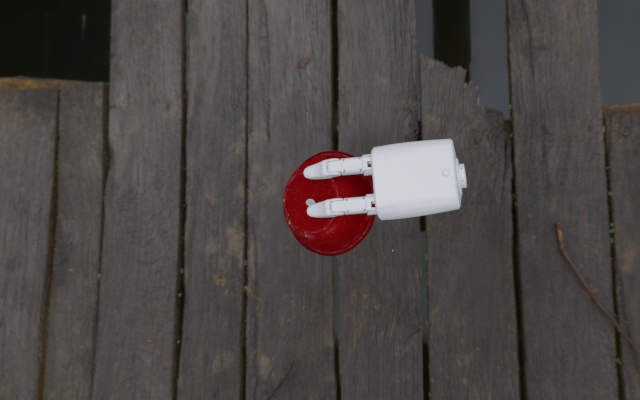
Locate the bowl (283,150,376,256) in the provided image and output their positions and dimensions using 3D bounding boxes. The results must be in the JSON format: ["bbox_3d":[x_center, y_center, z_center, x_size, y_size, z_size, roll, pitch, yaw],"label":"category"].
[{"bbox_3d":[-0.001,0.003,0.708,0.162,0.162,0.055,0,-3,31],"label":"bowl"}]
